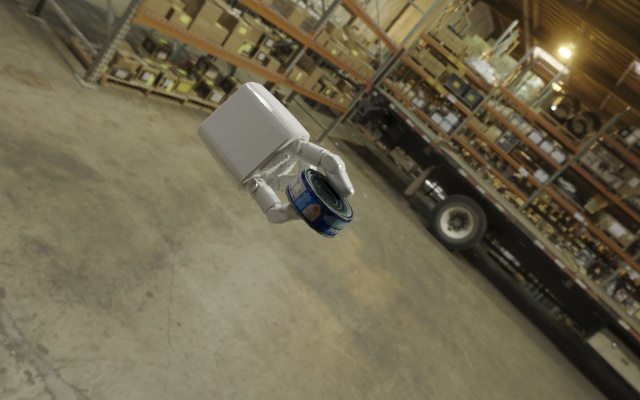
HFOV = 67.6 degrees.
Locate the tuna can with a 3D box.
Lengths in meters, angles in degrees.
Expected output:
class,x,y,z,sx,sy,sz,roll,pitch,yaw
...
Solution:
class,x,y,z,sx,sy,sz,roll,pitch,yaw
tuna can,0.001,0.002,0.581,0.034,0.086,0.086,-43,-17,19
